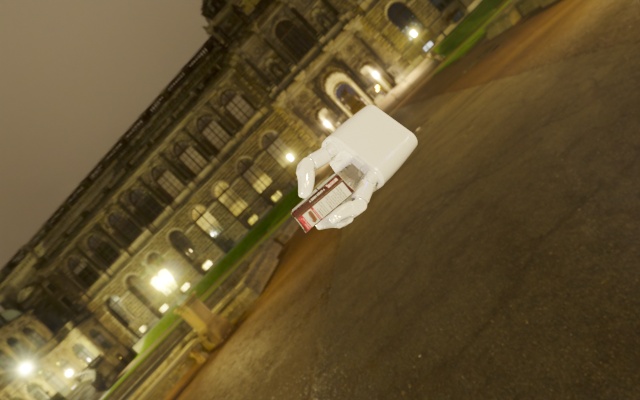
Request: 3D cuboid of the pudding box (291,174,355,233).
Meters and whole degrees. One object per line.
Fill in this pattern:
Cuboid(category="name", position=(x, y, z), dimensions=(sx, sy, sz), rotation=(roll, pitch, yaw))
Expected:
Cuboid(category="pudding box", position=(0.000, 0.002, 0.705), dimensions=(0.090, 0.039, 0.113), rotation=(-41, 1, -1))
